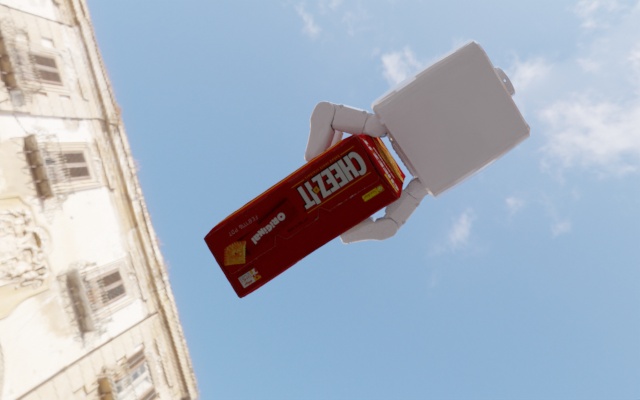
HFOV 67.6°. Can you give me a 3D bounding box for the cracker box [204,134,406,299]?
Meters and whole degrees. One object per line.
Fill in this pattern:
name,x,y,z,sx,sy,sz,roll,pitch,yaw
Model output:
cracker box,0.000,0.002,0.491,0.164,0.072,0.213,-34,-1,14
